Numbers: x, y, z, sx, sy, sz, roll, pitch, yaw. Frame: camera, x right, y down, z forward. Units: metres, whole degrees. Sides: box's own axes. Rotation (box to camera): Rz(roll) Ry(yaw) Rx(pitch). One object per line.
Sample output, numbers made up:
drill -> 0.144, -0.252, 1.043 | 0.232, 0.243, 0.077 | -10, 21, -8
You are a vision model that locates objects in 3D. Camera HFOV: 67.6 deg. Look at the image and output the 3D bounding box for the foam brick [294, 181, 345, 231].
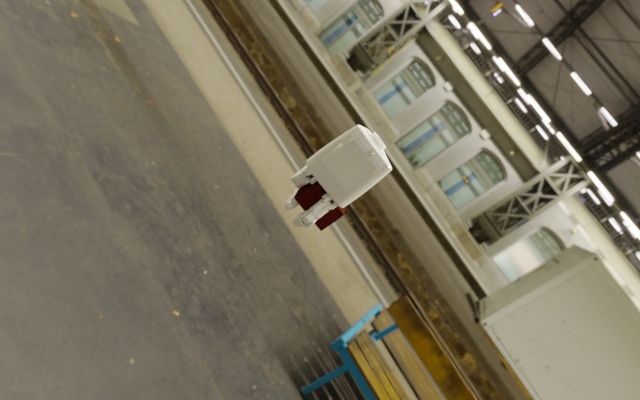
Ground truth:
foam brick -> 0.000, 0.003, 0.825 | 0.051, 0.078, 0.053 | -36, 11, 14
